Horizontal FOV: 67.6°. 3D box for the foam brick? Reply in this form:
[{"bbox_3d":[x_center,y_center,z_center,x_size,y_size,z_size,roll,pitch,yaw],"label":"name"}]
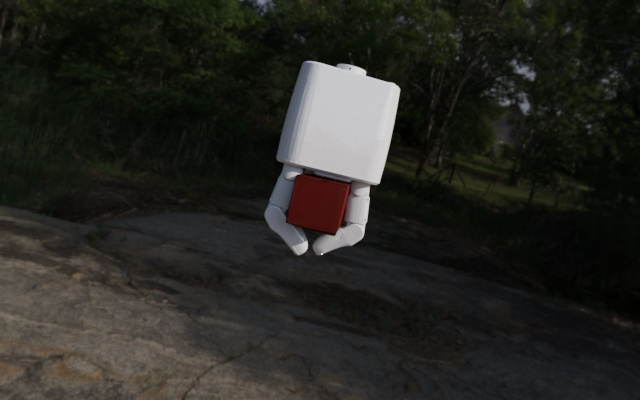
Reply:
[{"bbox_3d":[0.000,0.002,0.500,0.053,0.051,0.078,14,6,5],"label":"foam brick"}]
